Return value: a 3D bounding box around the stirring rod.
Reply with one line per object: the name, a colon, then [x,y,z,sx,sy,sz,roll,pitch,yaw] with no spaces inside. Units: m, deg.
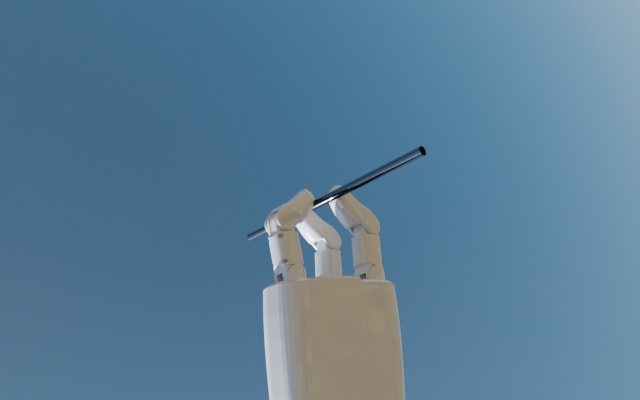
stirring rod: [0.000,0.001,0.447,0.011,0.011,0.239,0,-19,-43]
